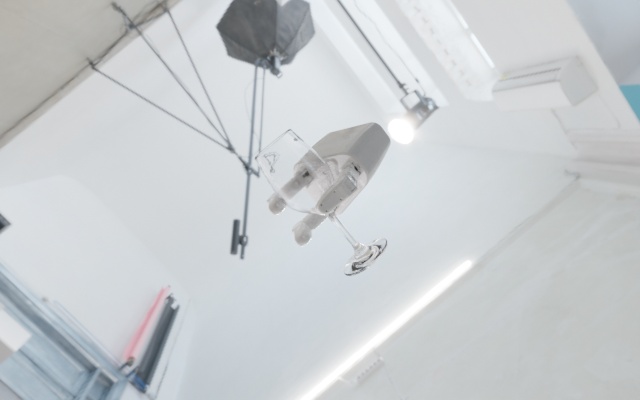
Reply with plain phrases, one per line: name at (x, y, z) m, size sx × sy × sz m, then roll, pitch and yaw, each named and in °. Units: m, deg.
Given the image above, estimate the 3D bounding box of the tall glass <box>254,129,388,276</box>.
tall glass at (0.001, 0.003, 0.632) m, size 0.079 × 0.201 × 0.079 m, roll -38°, pitch 12°, yaw 10°
